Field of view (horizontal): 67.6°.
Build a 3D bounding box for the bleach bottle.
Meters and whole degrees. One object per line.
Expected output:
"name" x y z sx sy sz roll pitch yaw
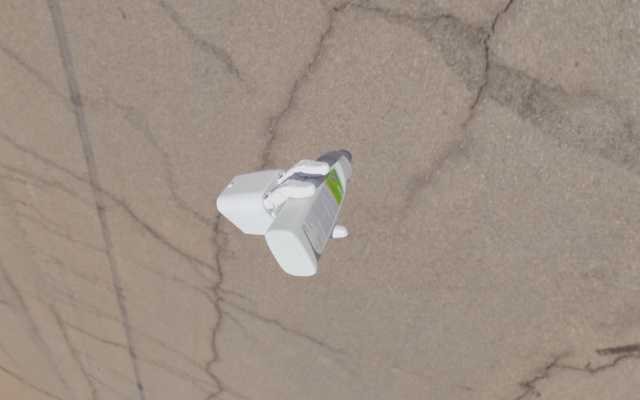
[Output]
"bleach bottle" 0.000 0.003 0.810 0.068 0.103 0.250 -3 38 33
